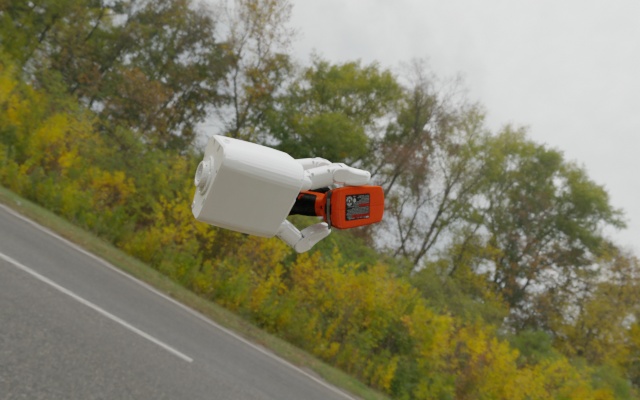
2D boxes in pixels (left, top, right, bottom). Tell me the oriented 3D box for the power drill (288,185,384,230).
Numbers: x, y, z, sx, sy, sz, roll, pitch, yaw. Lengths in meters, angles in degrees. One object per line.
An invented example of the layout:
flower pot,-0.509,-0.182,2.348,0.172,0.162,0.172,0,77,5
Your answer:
power drill,0.000,0.002,0.719,0.187,0.057,0.184,3,8,44
